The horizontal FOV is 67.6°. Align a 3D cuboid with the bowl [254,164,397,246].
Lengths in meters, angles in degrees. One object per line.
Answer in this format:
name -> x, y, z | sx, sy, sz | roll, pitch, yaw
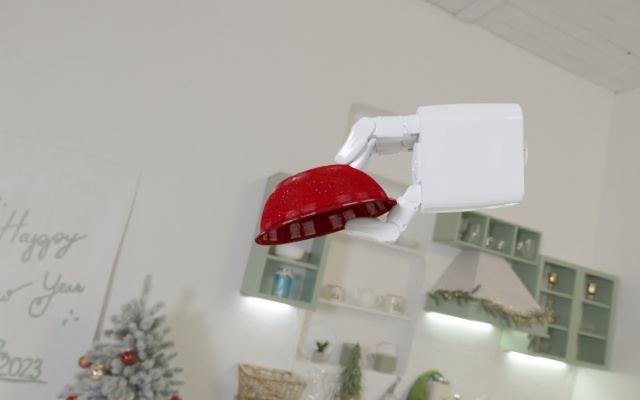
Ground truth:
bowl -> -0.001, 0.002, 0.529 | 0.162, 0.055, 0.162 | -15, -12, -3
